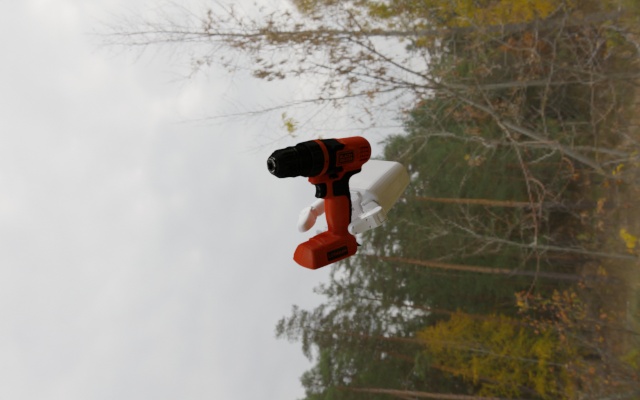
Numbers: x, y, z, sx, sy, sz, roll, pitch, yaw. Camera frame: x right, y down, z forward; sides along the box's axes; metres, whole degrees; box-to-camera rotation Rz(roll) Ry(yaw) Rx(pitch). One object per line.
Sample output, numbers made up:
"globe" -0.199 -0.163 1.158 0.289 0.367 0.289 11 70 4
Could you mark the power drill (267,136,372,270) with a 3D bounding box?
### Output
"power drill" 0.000 0.003 0.698 0.184 0.188 0.057 -14 25 -40
